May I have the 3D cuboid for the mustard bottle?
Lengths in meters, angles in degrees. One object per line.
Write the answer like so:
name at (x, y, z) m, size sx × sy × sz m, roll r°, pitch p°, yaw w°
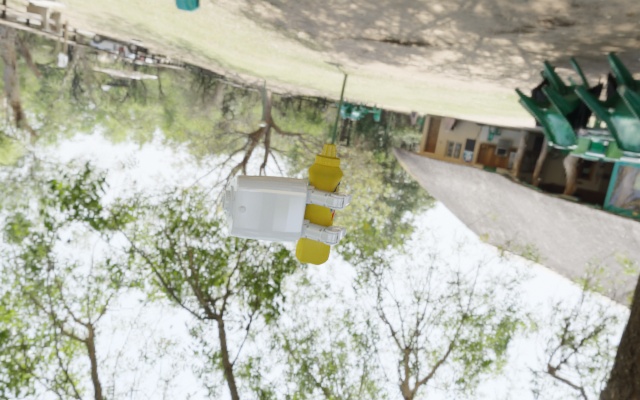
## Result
mustard bottle at (0.000, 0.003, 0.782) m, size 0.058 × 0.192 × 0.096 m, roll 10°, pitch 11°, yaw 4°
